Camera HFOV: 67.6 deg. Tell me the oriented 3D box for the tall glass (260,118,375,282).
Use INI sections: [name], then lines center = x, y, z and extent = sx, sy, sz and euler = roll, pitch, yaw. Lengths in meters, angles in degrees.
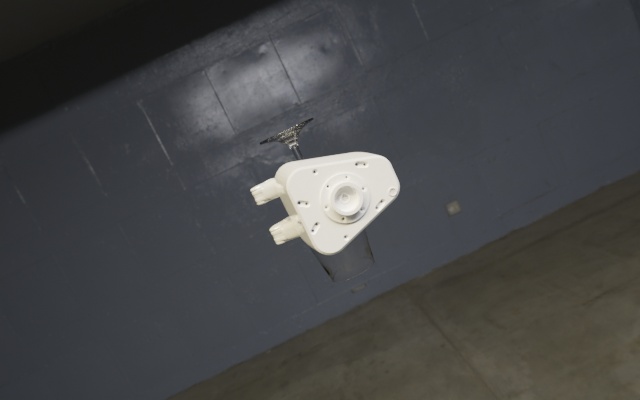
[tall glass]
center = 0.000, 0.001, 0.607
extent = 0.079, 0.201, 0.079
euler = -25, 9, 4
